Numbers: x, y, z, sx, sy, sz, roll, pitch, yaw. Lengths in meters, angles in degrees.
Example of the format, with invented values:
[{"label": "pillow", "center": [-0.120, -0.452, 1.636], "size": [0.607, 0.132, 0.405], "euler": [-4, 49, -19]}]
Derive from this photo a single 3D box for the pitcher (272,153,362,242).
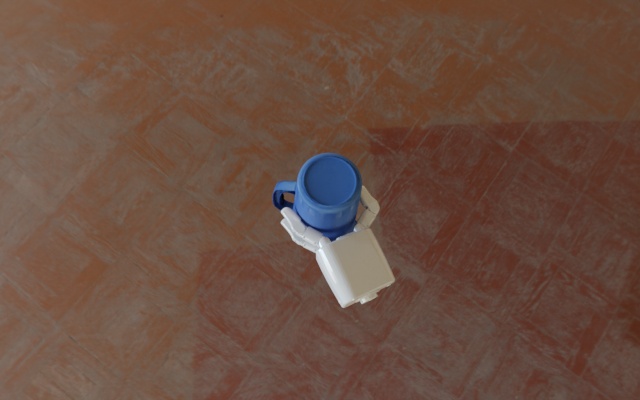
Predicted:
[{"label": "pitcher", "center": [0.000, 0.003, 0.889], "size": [0.149, 0.145, 0.243], "euler": [-25, -16, -10]}]
